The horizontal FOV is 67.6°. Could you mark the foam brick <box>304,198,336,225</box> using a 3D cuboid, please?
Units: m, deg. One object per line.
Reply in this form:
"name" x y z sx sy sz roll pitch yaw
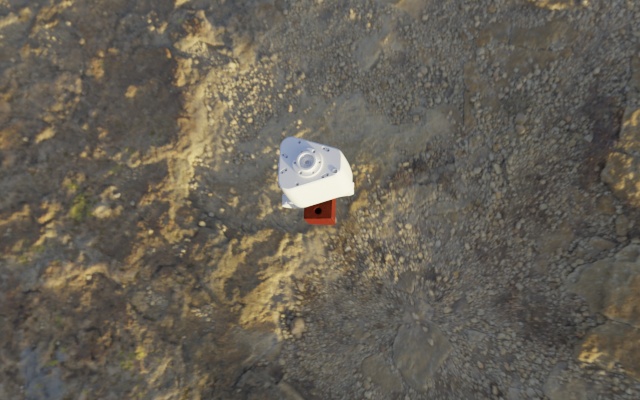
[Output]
"foam brick" 0.000 0.003 0.886 0.053 0.078 0.051 0 -13 9
